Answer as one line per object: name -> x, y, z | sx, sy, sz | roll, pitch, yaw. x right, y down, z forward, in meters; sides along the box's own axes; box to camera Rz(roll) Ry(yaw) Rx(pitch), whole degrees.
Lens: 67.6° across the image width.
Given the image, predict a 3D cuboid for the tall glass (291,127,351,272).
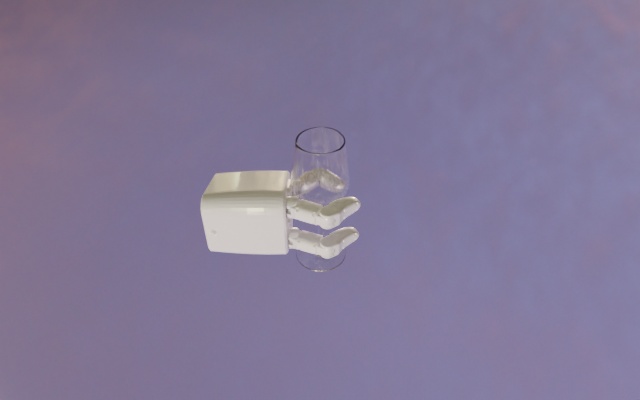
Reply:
tall glass -> 0.000, 0.003, 0.648 | 0.079, 0.201, 0.079 | 0, 40, 0
